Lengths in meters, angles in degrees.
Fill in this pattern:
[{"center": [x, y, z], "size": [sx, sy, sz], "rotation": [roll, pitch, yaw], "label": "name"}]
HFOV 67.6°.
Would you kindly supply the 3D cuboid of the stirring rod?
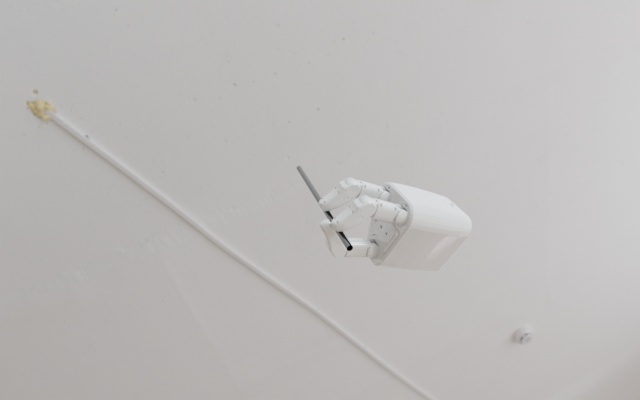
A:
[{"center": [0.000, 0.002, 0.672], "size": [0.011, 0.011, 0.239], "rotation": [0, 27, -19], "label": "stirring rod"}]
